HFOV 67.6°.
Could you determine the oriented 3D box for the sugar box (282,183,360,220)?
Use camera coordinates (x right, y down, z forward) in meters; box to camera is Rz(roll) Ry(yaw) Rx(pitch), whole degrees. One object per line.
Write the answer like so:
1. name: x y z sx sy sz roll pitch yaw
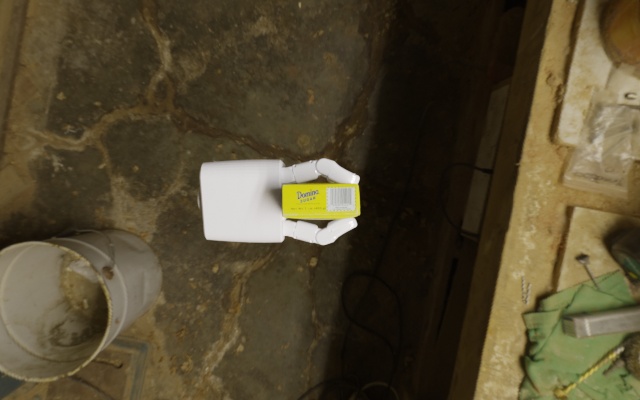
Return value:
1. sugar box: 0.000 0.002 0.647 0.093 0.048 0.176 0 1 -1
